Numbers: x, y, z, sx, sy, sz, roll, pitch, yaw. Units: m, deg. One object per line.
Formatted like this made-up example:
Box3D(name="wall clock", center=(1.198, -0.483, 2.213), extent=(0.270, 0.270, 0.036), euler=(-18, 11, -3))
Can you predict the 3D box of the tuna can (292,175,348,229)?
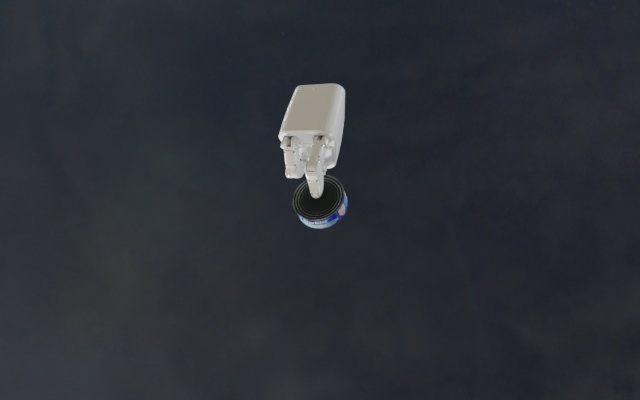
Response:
Box3D(name="tuna can", center=(0.000, 0.003, 0.772), extent=(0.086, 0.086, 0.034), euler=(0, -32, 18))
